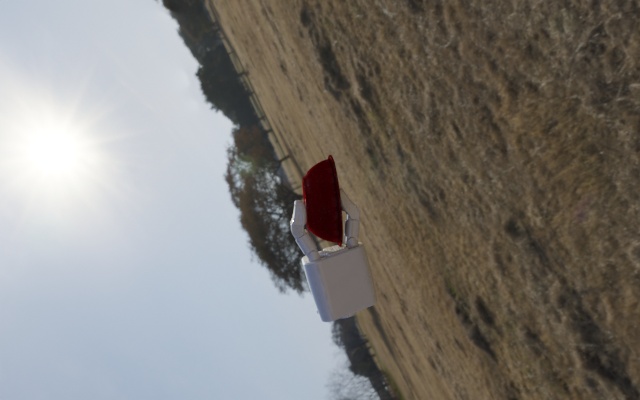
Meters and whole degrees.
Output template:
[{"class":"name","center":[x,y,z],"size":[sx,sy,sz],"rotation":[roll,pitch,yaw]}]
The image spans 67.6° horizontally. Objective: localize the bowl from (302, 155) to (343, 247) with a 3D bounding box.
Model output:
[{"class":"bowl","center":[0.000,0.001,0.832],"size":[0.055,0.162,0.162],"rotation":[-6,0,-4]}]
